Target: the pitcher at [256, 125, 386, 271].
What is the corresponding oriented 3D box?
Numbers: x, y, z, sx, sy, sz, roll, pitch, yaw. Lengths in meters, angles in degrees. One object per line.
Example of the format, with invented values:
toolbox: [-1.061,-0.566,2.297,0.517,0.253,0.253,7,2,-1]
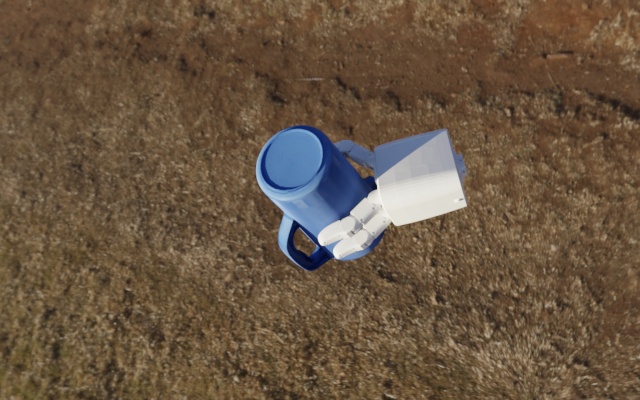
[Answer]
pitcher: [0.000,0.002,0.701,0.145,0.149,0.243,-14,-27,17]
